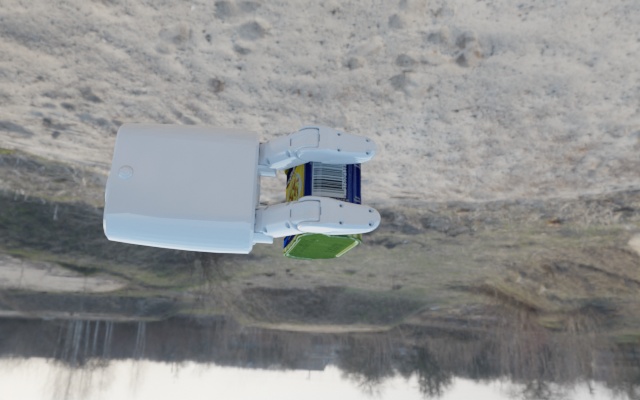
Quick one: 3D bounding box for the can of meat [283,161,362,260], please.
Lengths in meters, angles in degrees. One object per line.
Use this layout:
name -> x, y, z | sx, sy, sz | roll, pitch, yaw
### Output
can of meat -> 0.000, 0.002, 0.408 | 0.057, 0.084, 0.102 | 5, -19, -12
